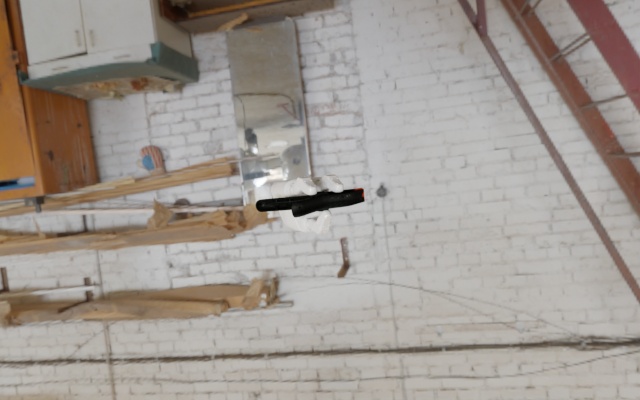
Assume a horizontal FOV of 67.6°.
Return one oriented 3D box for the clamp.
[{"bbox_3d":[0.001,0.004,0.897,0.210,0.036,0.164,-8,8,-23],"label":"clamp"}]
